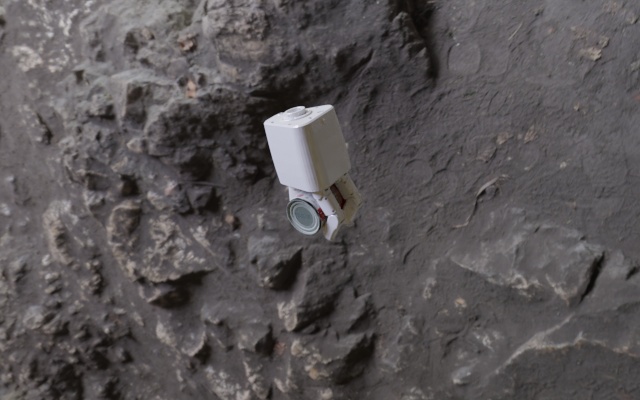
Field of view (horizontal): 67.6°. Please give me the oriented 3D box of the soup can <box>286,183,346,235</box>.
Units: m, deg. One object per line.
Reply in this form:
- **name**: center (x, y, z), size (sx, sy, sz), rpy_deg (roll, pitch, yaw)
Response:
- **soup can**: center (0.000, 0.003, 0.785), size (0.068, 0.068, 0.102), rpy_deg (0, 28, 39)
